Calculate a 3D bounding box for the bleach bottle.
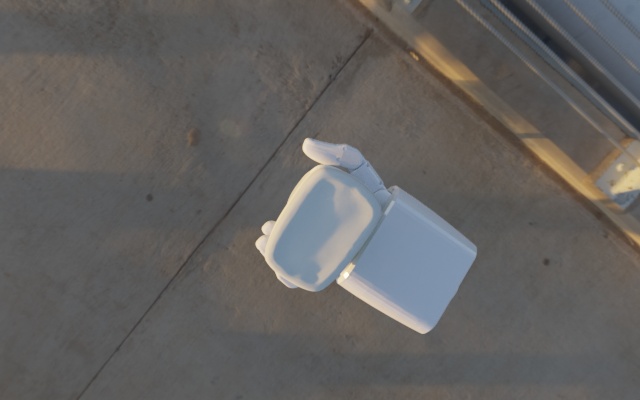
[{"bbox_3d":[0.000,0.002,0.492,0.068,0.102,0.250,34,10,-6],"label":"bleach bottle"}]
